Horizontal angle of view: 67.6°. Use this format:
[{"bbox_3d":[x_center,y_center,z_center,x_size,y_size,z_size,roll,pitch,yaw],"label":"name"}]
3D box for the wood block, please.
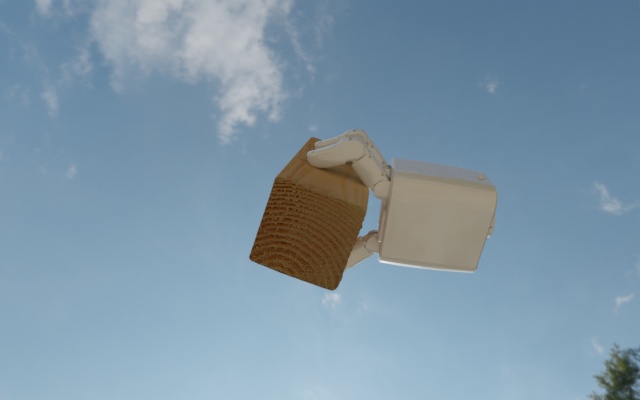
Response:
[{"bbox_3d":[0.000,0.002,0.531,0.090,0.091,0.206,20,19,2],"label":"wood block"}]
